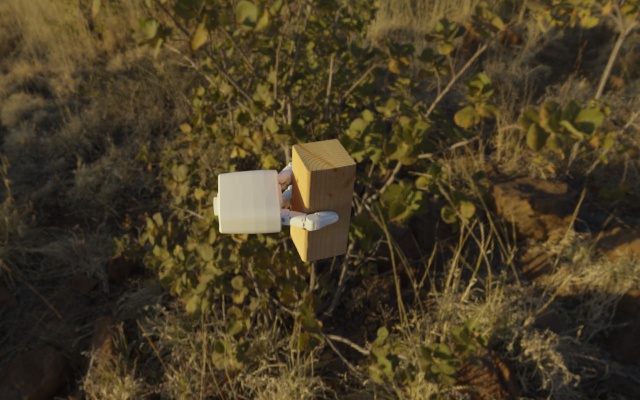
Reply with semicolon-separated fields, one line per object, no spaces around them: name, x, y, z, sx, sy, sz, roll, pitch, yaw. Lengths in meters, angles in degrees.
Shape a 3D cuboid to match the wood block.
wood block;0.000;0.003;0.886;0.090;0.206;0.090;-10;39;-17
